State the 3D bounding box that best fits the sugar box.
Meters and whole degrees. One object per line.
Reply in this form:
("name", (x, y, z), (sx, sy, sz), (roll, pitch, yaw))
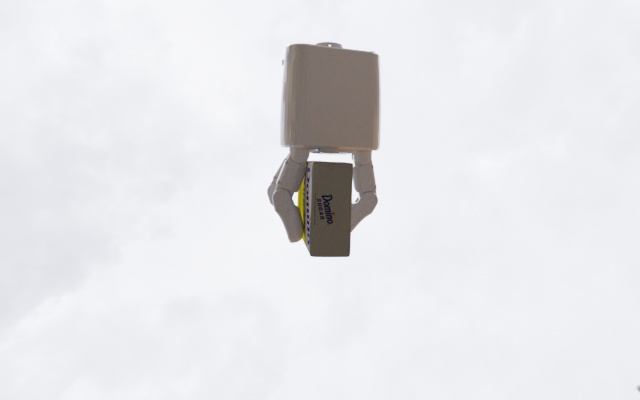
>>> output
("sugar box", (0.000, 0.002, 0.535), (0.048, 0.093, 0.176), (1, 4, -4))
